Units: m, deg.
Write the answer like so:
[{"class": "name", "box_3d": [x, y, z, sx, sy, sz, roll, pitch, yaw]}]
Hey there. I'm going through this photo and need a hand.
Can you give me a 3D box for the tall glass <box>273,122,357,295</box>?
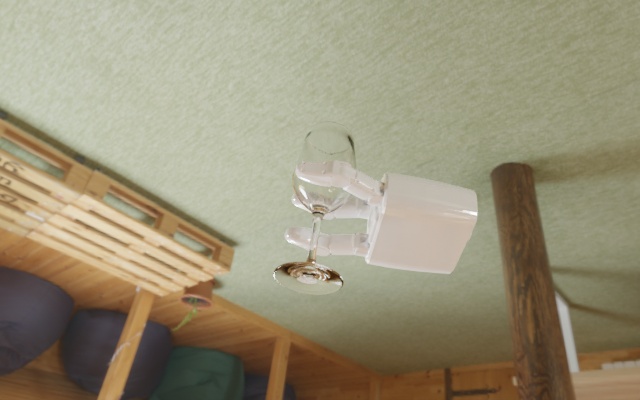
[{"class": "tall glass", "box_3d": [0.000, 0.002, 0.554, 0.079, 0.201, 0.079, 6, -34, 4]}]
